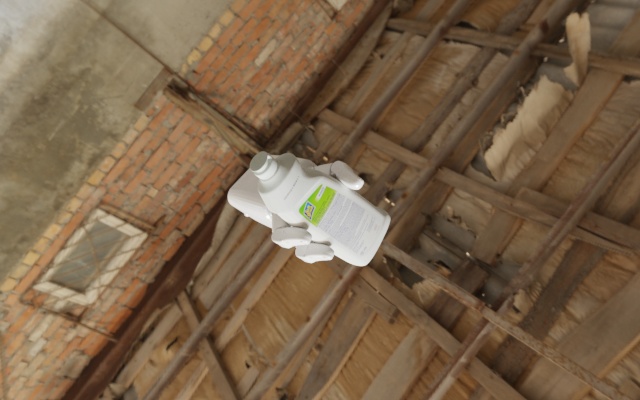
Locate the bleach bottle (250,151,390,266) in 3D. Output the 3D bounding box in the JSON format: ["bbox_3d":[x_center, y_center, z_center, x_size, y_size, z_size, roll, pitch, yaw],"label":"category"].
[{"bbox_3d":[0.000,0.002,0.668,0.068,0.102,0.251,15,-17,45],"label":"bleach bottle"}]
